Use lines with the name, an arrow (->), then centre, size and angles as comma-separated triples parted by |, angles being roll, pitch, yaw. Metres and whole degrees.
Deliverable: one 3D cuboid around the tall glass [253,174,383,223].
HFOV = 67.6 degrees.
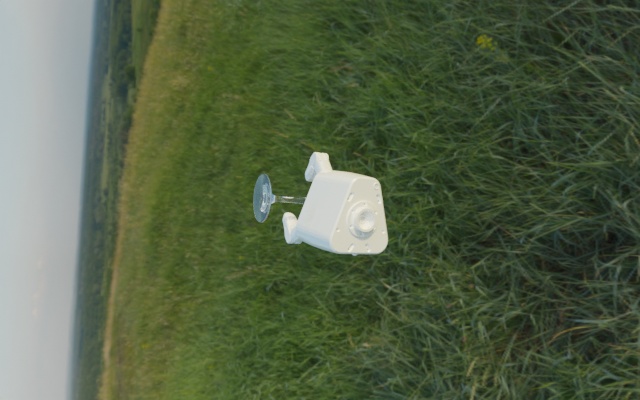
tall glass -> -0.001, 0.002, 0.763 | 0.201, 0.079, 0.079 | 4, -2, -27
